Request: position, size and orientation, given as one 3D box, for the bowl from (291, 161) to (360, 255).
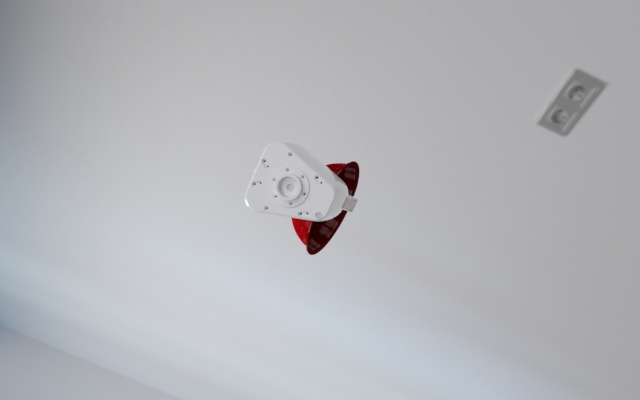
[{"bbox_3d":[0.000,0.003,0.754,0.055,0.162,0.162,26,9,18],"label":"bowl"}]
